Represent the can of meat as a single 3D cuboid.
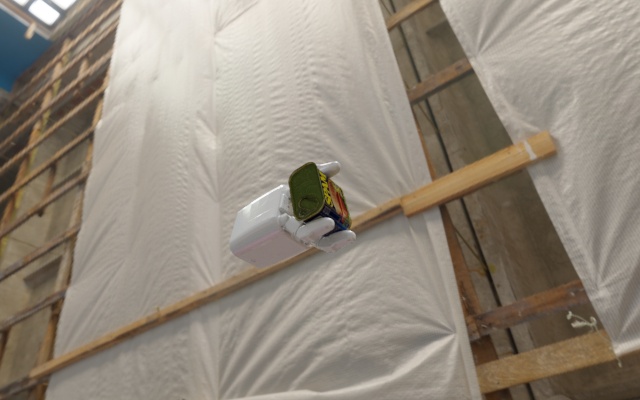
[{"bbox_3d":[0.000,0.003,0.761,0.057,0.102,0.084,-31,-42,21],"label":"can of meat"}]
